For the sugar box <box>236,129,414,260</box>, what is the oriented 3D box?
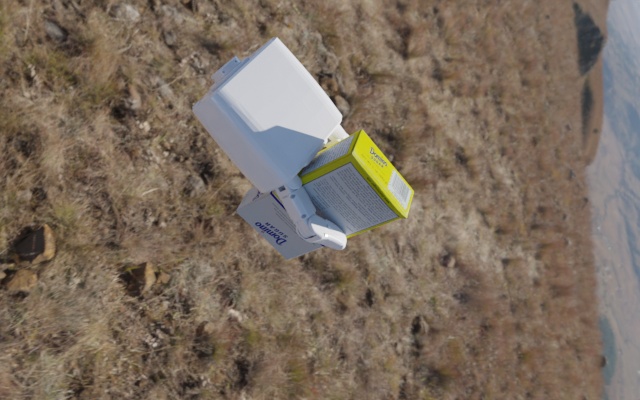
[{"bbox_3d":[0.000,0.001,0.513,0.176,0.048,0.093,-21,-59,40],"label":"sugar box"}]
